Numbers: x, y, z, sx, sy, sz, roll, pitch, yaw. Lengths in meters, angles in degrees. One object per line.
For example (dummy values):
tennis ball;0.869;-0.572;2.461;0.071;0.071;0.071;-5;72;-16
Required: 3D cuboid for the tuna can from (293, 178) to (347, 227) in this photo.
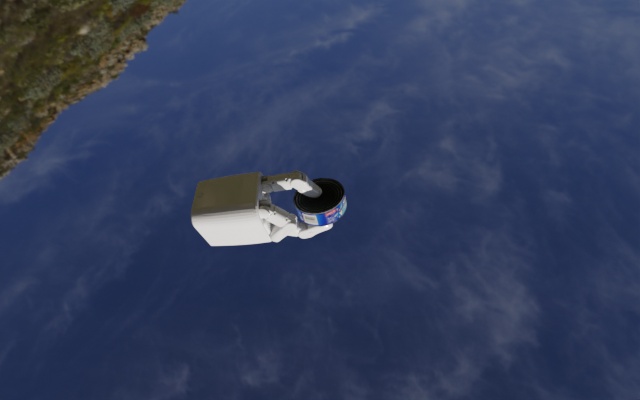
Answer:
tuna can;0.000;0.003;0.794;0.086;0.034;0.086;-8;42;7
